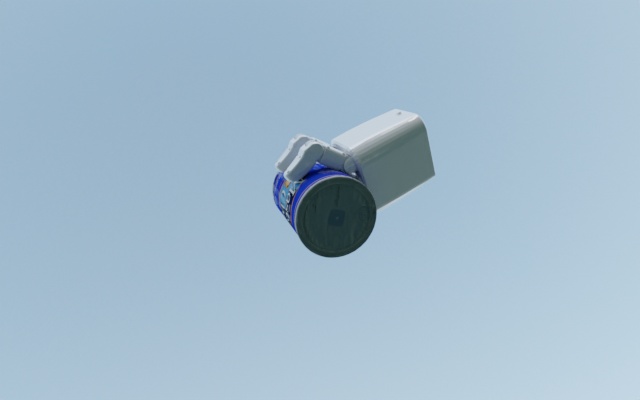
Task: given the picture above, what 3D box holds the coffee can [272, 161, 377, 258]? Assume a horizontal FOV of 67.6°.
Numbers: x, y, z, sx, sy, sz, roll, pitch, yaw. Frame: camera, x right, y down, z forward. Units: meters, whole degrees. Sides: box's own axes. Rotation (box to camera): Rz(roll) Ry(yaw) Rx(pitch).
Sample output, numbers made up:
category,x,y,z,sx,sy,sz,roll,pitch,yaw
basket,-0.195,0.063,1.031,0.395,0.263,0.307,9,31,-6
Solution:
category,x,y,z,sx,sy,sz,roll,pitch,yaw
coffee can,0.000,0.002,0.633,0.103,0.103,0.140,0,16,-18
